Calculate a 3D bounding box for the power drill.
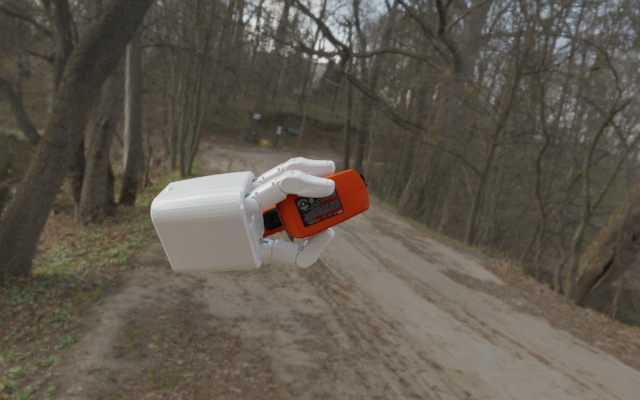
[{"bbox_3d":[0.000,0.002,0.636,0.184,0.057,0.187,-24,2,-13],"label":"power drill"}]
